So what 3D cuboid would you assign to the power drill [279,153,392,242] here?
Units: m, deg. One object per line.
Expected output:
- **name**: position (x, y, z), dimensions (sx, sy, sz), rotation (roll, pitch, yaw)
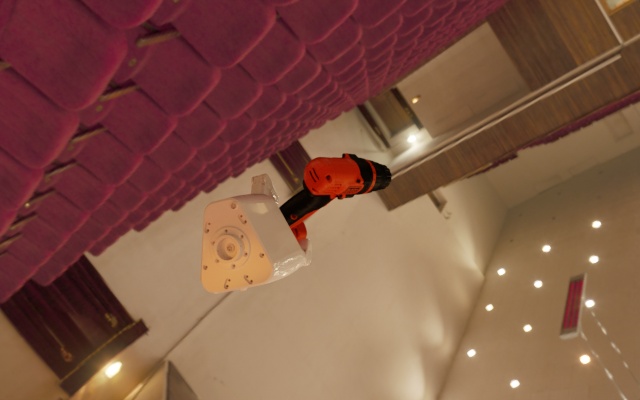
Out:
- **power drill**: position (0.000, 0.003, 0.695), dimensions (0.188, 0.057, 0.184), rotation (-41, -23, 29)
